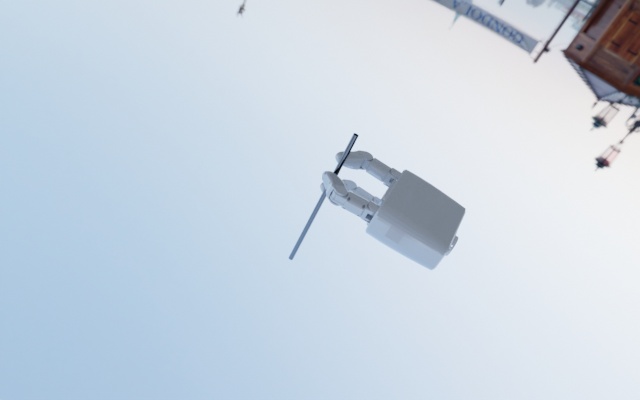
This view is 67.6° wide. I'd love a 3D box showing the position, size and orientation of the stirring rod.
[{"bbox_3d":[0.000,0.002,0.704,0.011,0.240,0.011,20,33,-13],"label":"stirring rod"}]
